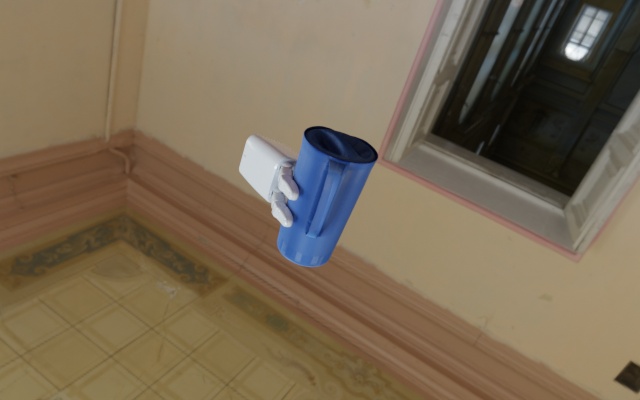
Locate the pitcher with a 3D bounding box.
[{"bbox_3d":[0.000,0.003,0.855,0.149,0.243,0.145,-10,40,-43],"label":"pitcher"}]
